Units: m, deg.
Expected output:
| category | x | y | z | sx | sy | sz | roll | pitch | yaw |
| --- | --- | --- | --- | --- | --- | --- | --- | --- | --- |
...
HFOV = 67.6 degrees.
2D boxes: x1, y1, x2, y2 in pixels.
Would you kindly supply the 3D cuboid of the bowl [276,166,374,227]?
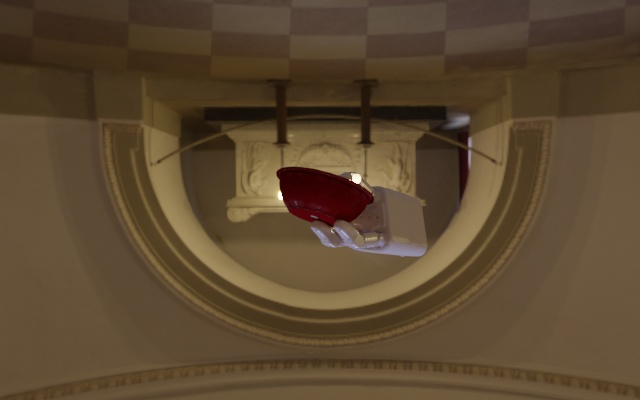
| category | x | y | z | sx | sy | sz | roll | pitch | yaw |
| --- | --- | --- | --- | --- | --- | --- | --- | --- | --- |
| bowl | -0.001 | 0.002 | 0.754 | 0.162 | 0.055 | 0.162 | 16 | -14 | 4 |
